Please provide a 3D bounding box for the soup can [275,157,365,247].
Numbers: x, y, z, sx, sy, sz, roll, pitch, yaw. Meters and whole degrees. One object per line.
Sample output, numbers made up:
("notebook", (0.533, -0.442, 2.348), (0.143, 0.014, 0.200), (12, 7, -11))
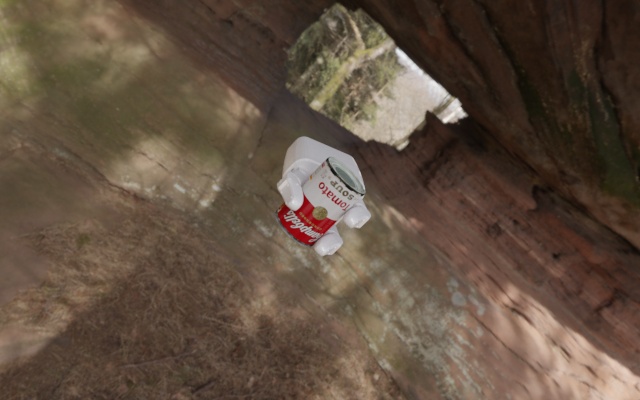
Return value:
("soup can", (0.000, 0.002, 0.616), (0.102, 0.068, 0.068), (-45, -18, 18))
